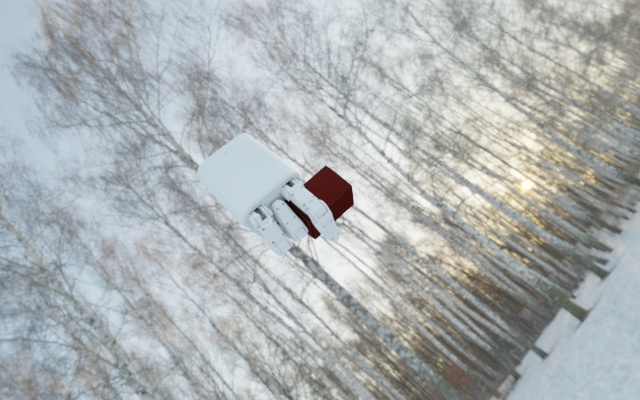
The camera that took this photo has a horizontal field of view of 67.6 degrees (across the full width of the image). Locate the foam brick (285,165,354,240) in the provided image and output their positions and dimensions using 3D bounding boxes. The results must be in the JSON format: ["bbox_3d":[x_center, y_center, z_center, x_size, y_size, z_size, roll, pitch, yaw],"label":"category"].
[{"bbox_3d":[0.000,0.002,0.644,0.051,0.078,0.053,40,-20,25],"label":"foam brick"}]
